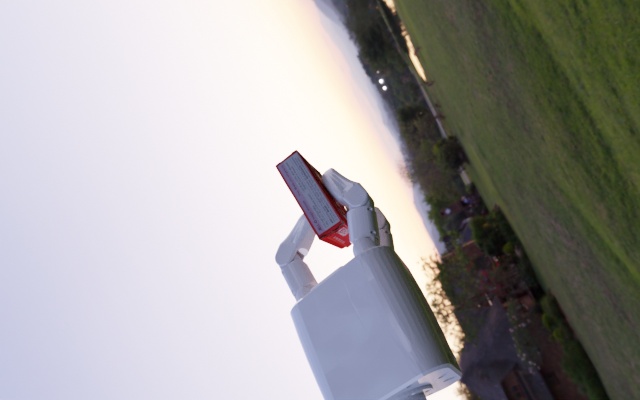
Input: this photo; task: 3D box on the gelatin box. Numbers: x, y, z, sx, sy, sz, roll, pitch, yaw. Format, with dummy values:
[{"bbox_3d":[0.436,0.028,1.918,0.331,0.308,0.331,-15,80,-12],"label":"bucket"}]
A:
[{"bbox_3d":[0.000,0.002,0.467,0.030,0.089,0.073,-36,-21,7],"label":"gelatin box"}]
